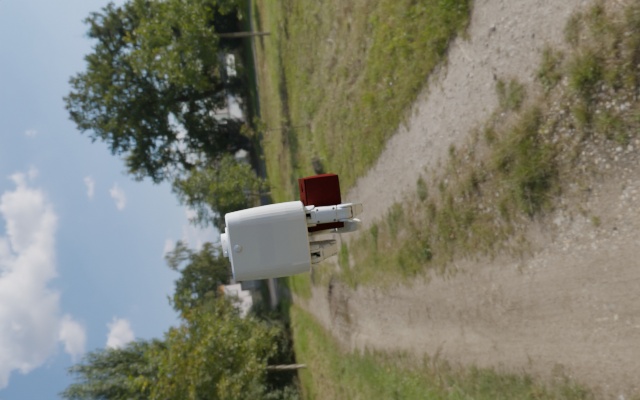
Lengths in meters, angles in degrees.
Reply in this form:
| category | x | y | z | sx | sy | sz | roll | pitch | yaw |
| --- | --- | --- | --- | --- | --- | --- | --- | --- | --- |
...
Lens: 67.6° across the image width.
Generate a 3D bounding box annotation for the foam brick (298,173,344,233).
| category | x | y | z | sx | sy | sz | roll | pitch | yaw |
| --- | --- | --- | --- | --- | --- | --- | --- | --- | --- |
| foam brick | 0.000 | 0.002 | 0.688 | 0.051 | 0.078 | 0.053 | -7 | 5 | -10 |
